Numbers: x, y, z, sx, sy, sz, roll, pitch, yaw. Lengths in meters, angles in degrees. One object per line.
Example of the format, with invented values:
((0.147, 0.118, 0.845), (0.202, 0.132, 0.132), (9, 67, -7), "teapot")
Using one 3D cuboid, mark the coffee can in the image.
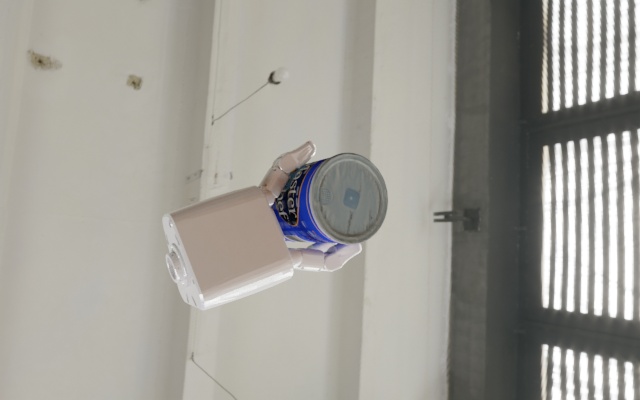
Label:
((0.000, 0.002, 0.590), (0.103, 0.103, 0.140), (0, -4, -30), "coffee can")
